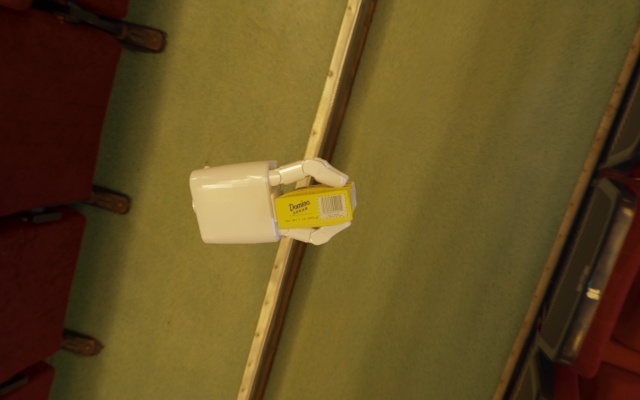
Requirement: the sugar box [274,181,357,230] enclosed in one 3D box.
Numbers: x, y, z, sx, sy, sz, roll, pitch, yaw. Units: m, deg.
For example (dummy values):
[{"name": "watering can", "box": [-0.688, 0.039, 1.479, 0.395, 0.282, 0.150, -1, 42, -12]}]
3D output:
[{"name": "sugar box", "box": [0.000, 0.002, 0.661, 0.093, 0.048, 0.176, -6, 8, 6]}]
